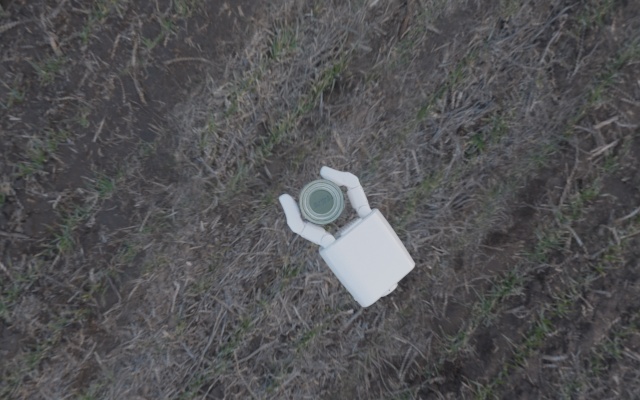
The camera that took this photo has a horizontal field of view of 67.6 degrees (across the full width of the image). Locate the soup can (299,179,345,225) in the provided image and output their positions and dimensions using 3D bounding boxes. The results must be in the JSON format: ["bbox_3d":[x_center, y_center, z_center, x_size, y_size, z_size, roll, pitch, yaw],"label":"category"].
[{"bbox_3d":[0.000,0.002,0.727,0.068,0.068,0.102,0,0,-2],"label":"soup can"}]
